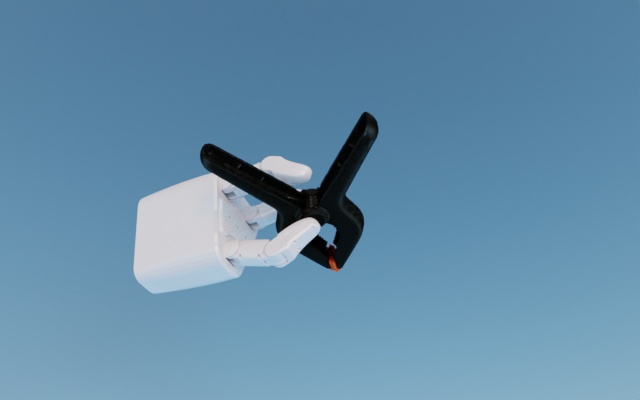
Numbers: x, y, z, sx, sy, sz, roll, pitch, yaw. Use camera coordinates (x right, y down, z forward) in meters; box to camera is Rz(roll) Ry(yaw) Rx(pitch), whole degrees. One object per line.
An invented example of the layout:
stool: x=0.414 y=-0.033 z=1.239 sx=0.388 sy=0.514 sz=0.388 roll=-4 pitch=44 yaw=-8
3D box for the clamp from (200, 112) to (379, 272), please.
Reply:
clamp: x=0.000 y=0.003 z=0.484 sx=0.164 sy=0.036 sz=0.210 roll=-14 pitch=-45 yaw=17
